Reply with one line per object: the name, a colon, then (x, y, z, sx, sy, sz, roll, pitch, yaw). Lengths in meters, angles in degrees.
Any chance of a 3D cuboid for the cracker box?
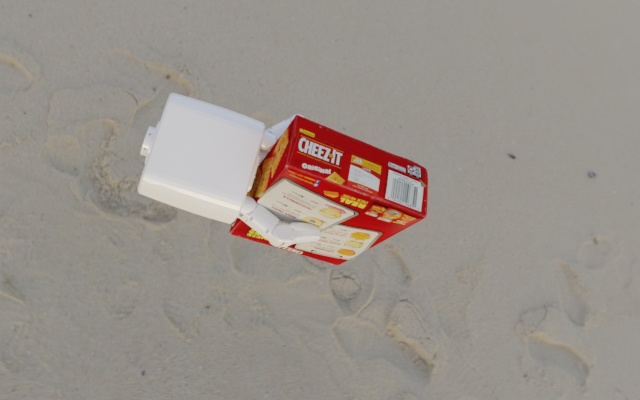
cracker box: (0.000, 0.002, 0.574, 0.164, 0.072, 0.214, 19, -28, -18)
